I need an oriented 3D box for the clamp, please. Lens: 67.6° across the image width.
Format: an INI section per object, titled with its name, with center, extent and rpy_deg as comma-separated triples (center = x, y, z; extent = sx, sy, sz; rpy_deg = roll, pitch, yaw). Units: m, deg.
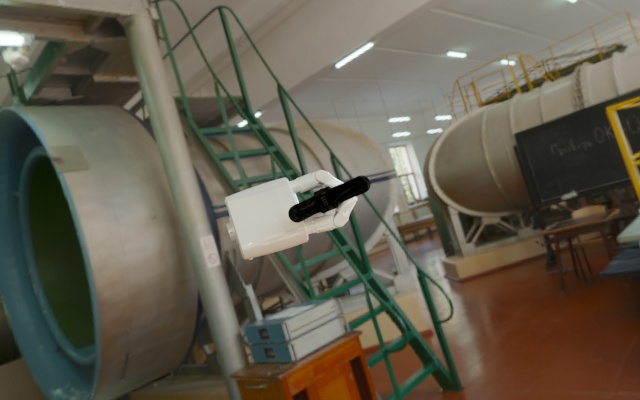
[clamp]
center = 0.000, 0.002, 0.718
extent = 0.120, 0.039, 0.171
rpy_deg = -18, -3, -12
